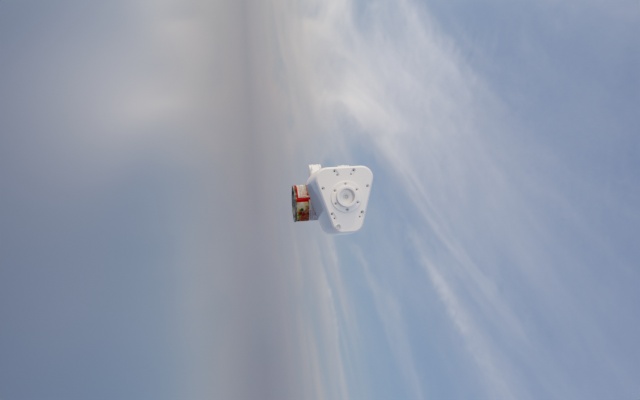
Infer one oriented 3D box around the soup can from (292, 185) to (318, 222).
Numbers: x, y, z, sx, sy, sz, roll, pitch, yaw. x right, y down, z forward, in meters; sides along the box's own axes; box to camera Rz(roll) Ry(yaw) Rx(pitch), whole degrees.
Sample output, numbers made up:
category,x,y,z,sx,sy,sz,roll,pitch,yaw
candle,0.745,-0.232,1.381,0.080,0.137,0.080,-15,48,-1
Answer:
category,x,y,z,sx,sy,sz,roll,pitch,yaw
soup can,0.000,0.003,0.880,0.102,0.068,0.068,-3,0,-8
